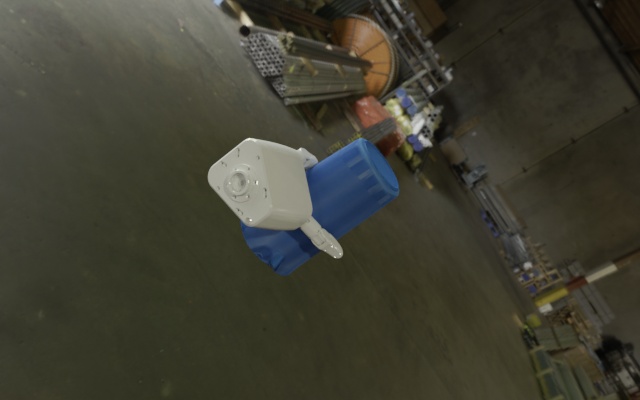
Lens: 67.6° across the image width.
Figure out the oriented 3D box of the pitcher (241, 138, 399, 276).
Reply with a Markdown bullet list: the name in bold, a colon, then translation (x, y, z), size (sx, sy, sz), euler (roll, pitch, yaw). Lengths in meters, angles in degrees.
- **pitcher**: translation (0.000, 0.003, 0.779), size (0.243, 0.149, 0.145), euler (-34, -20, 20)
